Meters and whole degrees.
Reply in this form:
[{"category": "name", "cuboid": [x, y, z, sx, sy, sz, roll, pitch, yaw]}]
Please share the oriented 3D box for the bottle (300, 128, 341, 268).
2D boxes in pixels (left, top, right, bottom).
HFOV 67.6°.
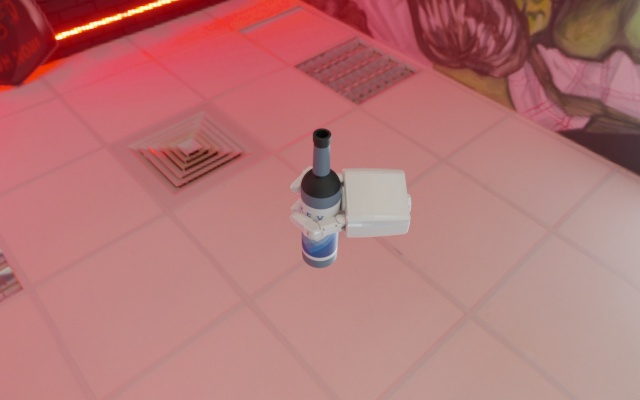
[{"category": "bottle", "cuboid": [0.000, 0.003, 0.802, 0.069, 0.069, 0.296, 0, -43, -1]}]
